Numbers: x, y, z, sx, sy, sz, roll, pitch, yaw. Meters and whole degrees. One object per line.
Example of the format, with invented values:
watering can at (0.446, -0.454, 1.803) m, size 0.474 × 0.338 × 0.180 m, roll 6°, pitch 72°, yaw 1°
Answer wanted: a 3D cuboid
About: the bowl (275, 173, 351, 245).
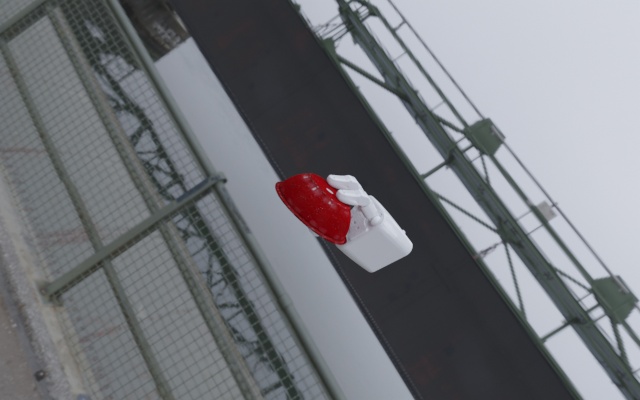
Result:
bowl at (0.000, 0.002, 0.830) m, size 0.162 × 0.055 × 0.162 m, roll 38°, pitch 14°, yaw -11°
